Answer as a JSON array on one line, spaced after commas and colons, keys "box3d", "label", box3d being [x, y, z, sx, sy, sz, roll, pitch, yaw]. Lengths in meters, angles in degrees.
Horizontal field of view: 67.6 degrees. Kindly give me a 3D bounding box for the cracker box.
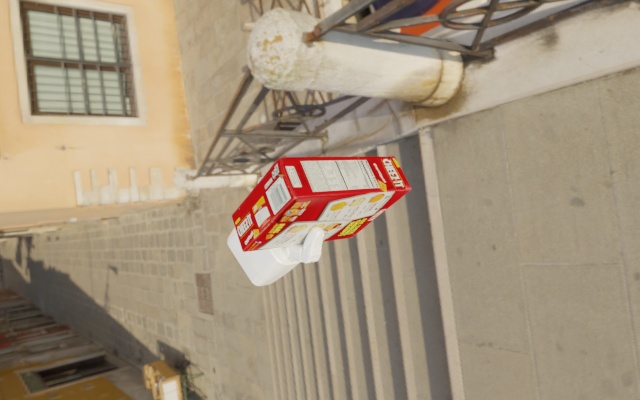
[{"box3d": [0.000, 0.002, 0.709, 0.213, 0.072, 0.164, -5, -27, -38], "label": "cracker box"}]
